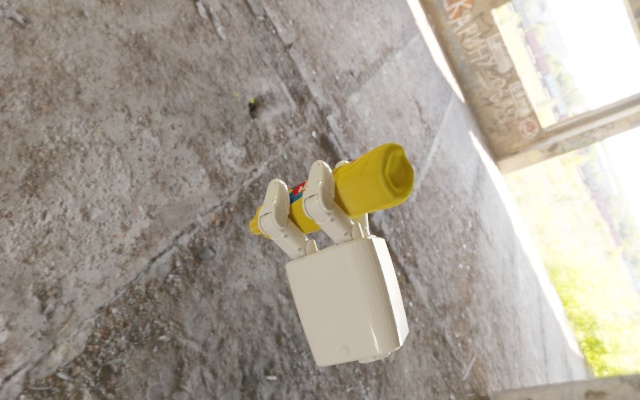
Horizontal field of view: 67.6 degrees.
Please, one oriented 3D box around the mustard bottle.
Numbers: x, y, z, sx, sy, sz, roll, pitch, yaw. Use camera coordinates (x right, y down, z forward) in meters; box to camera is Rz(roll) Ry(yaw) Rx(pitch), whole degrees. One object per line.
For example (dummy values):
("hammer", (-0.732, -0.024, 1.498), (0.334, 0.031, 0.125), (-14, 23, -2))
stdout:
("mustard bottle", (0.000, 0.001, 0.510), (0.192, 0.058, 0.096), (-22, 13, 30))
